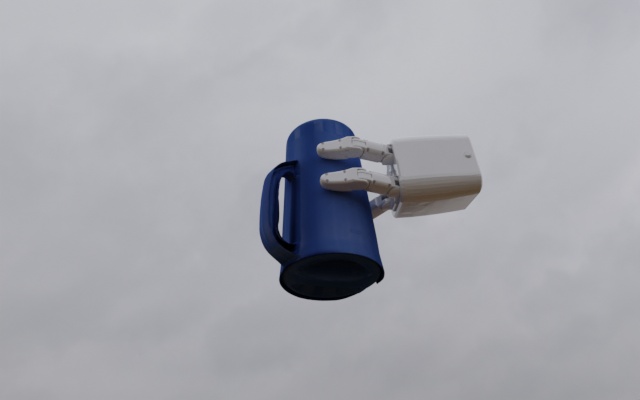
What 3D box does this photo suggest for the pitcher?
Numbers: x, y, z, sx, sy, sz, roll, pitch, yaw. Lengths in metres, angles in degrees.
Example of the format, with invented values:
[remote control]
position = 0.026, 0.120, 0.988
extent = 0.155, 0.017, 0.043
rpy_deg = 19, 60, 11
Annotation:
[pitcher]
position = 0.000, 0.002, 0.658
extent = 0.145, 0.242, 0.149
rpy_deg = -6, -35, 2
